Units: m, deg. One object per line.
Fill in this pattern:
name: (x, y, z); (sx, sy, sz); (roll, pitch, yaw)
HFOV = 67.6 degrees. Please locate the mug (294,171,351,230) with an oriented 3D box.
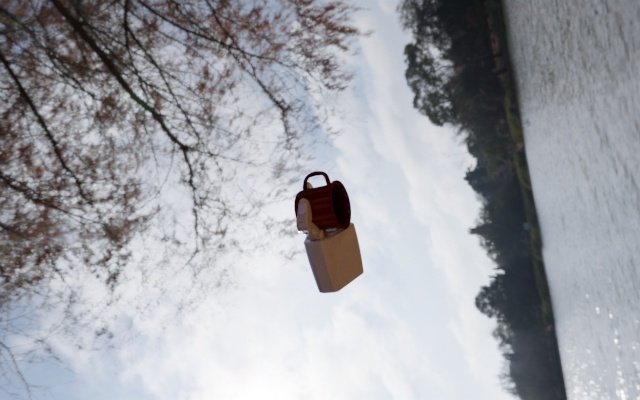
mug: (0.000, 0.002, 0.897); (0.081, 0.117, 0.093); (-11, 10, 24)
